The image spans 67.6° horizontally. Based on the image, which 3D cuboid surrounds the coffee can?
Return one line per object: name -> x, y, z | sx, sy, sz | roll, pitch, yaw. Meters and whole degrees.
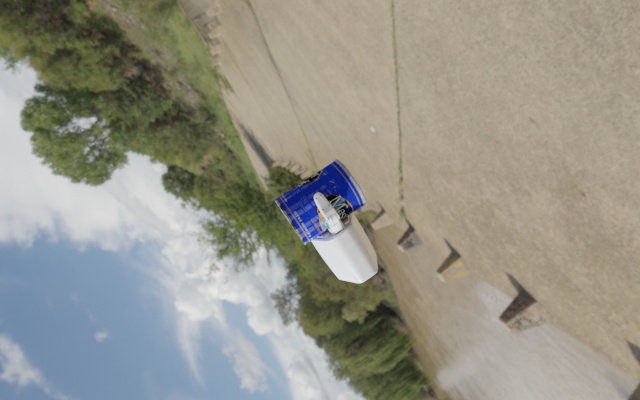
coffee can -> 0.000, 0.003, 0.899 | 0.140, 0.103, 0.103 | -34, 3, -5
